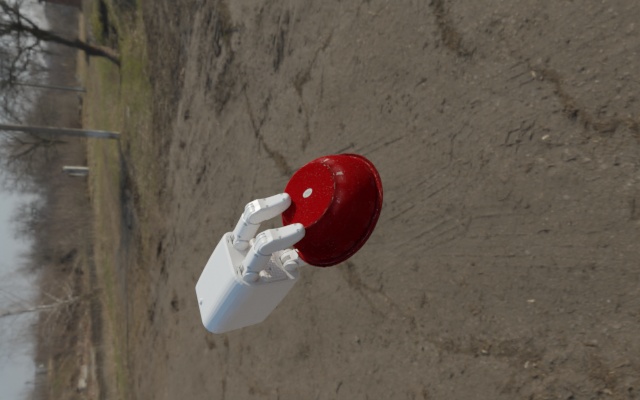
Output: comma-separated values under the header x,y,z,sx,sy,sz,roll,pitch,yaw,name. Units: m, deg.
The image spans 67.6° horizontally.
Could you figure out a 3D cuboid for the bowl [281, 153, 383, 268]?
x,y,z,sx,sy,sz,roll,pitch,yaw,name
0.001,0.001,0.622,0.162,0.162,0.055,0,-21,44,bowl
